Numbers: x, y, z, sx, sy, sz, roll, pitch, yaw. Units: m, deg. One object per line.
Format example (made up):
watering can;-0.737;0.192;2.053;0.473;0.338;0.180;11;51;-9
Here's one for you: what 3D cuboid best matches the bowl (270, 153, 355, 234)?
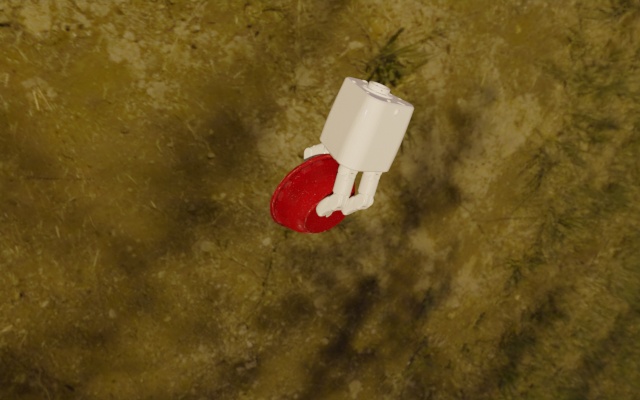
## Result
bowl;0.000;0.004;0.782;0.162;0.162;0.055;0;42;-43
